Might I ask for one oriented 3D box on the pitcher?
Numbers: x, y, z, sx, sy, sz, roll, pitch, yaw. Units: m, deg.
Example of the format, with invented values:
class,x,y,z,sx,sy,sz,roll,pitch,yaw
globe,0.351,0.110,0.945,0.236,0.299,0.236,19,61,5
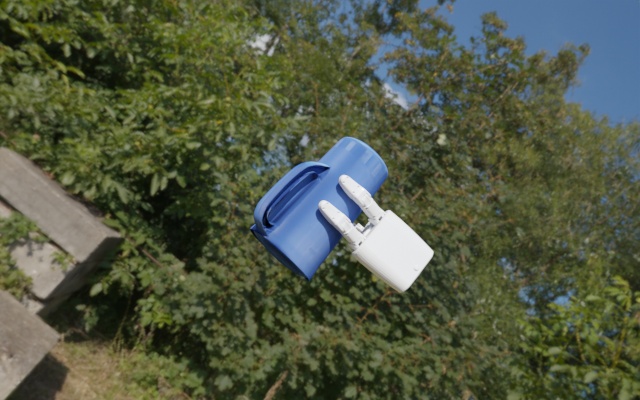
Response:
class,x,y,z,sx,sy,sz,roll,pitch,yaw
pitcher,0.000,0.003,0.817,0.145,0.243,0.149,41,-13,0
